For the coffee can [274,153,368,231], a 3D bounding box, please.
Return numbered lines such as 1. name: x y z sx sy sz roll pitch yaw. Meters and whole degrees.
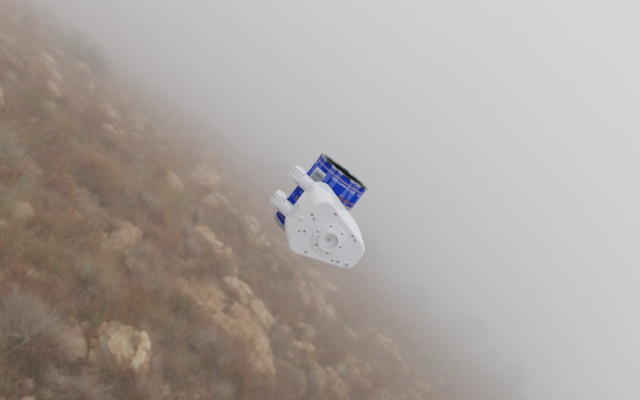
1. coffee can: 0.000 0.003 0.841 0.103 0.140 0.102 37 10 -7
